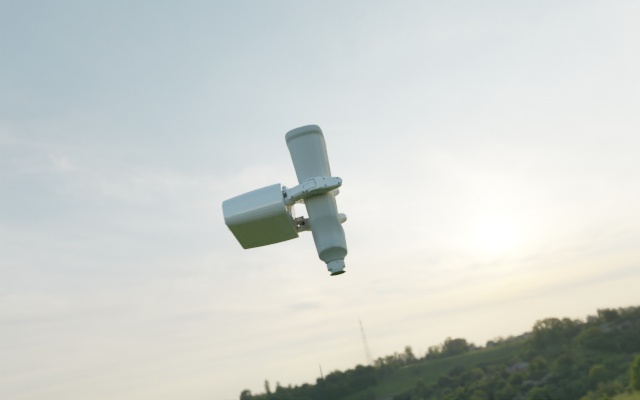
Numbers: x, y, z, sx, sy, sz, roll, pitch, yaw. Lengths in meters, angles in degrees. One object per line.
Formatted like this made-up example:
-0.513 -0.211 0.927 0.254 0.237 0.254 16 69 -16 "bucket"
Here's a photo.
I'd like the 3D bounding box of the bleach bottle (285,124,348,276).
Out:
0.000 0.003 0.816 0.068 0.250 0.103 -15 -21 4 "bleach bottle"
